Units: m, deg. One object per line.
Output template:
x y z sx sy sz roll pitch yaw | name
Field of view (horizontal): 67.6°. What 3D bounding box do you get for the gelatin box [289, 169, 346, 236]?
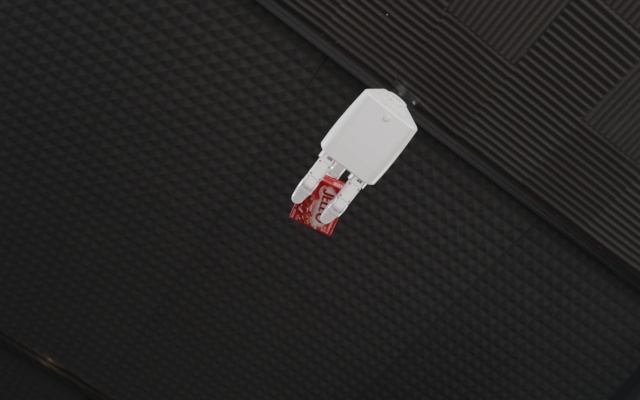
0.000 0.003 0.760 0.073 0.089 0.030 25 30 0 | gelatin box
